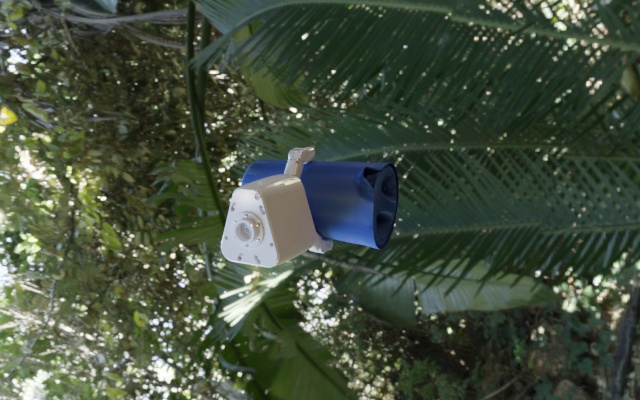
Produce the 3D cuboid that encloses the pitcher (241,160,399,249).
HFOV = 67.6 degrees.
[{"bbox_3d":[0.000,0.003,0.779,0.243,0.149,0.145,7,14,24],"label":"pitcher"}]
